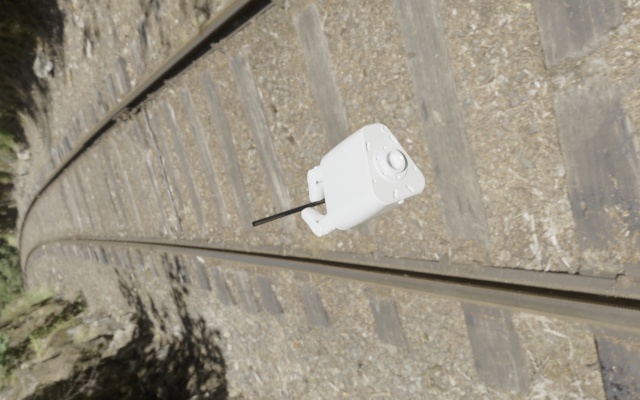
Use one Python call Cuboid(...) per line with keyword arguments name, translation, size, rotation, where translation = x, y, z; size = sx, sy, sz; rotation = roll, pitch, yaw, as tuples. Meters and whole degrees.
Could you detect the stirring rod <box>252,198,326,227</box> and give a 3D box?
Cuboid(name="stirring rod", translation=(0.000, 0.002, 0.747), size=(0.239, 0.011, 0.011), rotation=(-18, 10, -33))
